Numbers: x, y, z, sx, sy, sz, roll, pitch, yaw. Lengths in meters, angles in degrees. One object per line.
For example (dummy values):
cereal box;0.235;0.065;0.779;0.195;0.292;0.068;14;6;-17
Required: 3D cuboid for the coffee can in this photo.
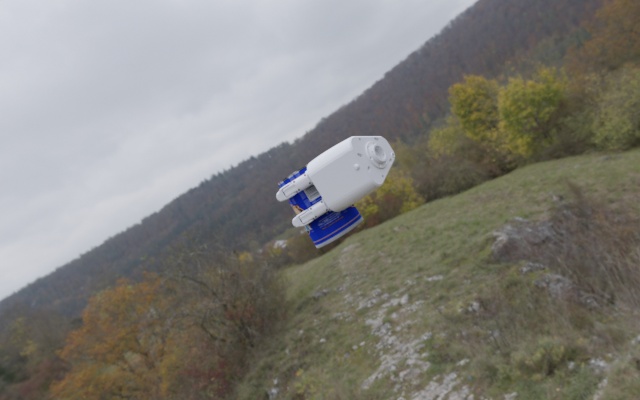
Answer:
coffee can;0.000;0.003;0.886;0.103;0.140;0.103;-32;1;1
